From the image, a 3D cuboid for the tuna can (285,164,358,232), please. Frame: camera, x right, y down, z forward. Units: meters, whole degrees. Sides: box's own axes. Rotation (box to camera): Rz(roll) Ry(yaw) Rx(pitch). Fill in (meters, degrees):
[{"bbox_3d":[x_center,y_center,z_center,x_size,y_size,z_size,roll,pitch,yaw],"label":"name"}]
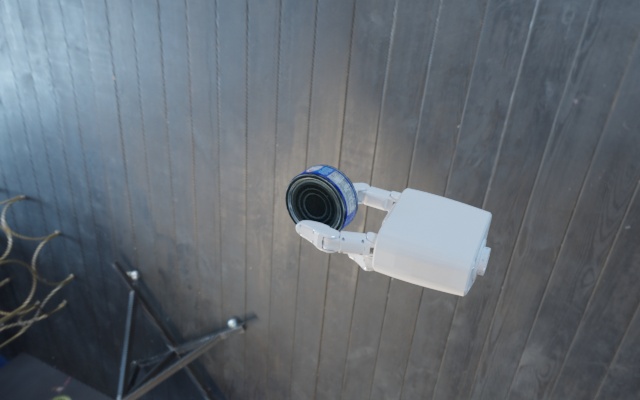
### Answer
[{"bbox_3d":[0.000,0.002,0.578,0.086,0.086,0.033,0,21,33],"label":"tuna can"}]
